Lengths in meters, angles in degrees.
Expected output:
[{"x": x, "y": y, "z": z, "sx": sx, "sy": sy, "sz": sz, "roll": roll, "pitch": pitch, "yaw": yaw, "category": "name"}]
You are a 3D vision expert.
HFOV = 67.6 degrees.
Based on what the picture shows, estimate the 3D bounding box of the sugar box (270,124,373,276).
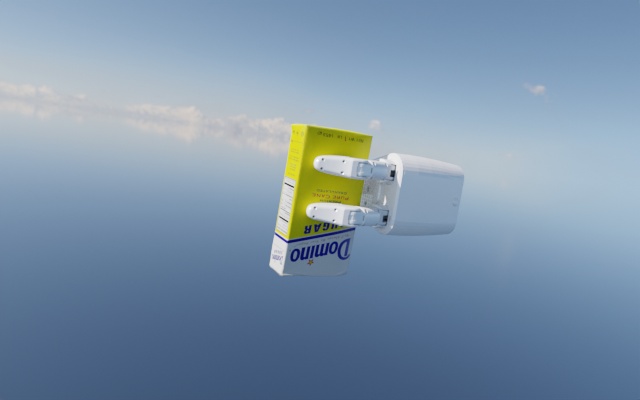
[{"x": 0.000, "y": 0.002, "z": 0.569, "sx": 0.093, "sy": 0.176, "sz": 0.048, "roll": 4, "pitch": 8, "yaw": -29, "category": "sugar box"}]
